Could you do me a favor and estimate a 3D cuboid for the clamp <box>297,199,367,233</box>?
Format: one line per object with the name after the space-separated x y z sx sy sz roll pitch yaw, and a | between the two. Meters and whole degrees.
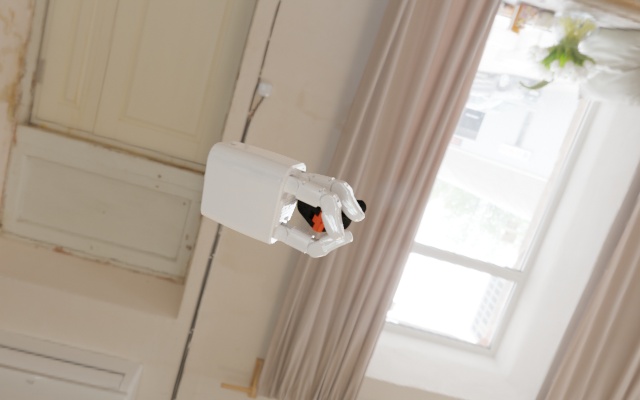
0.000 0.003 0.682 0.120 0.039 0.171 21 12 9 | clamp
